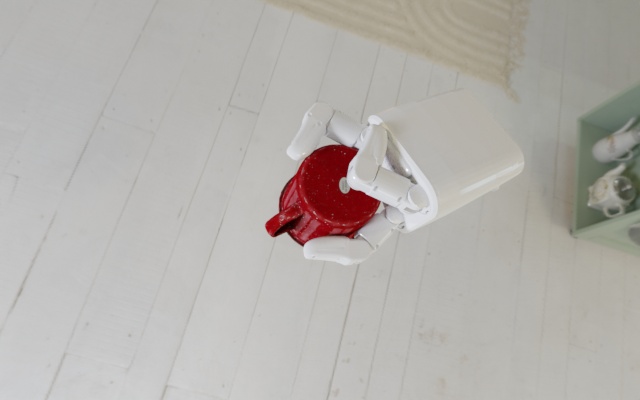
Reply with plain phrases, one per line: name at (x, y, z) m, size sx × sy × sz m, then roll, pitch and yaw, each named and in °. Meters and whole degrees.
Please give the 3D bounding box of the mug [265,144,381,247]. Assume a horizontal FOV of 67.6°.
mug at (-0.001, 0.002, 0.459) m, size 0.117 × 0.093 × 0.081 m, roll -24°, pitch -11°, yaw -19°
